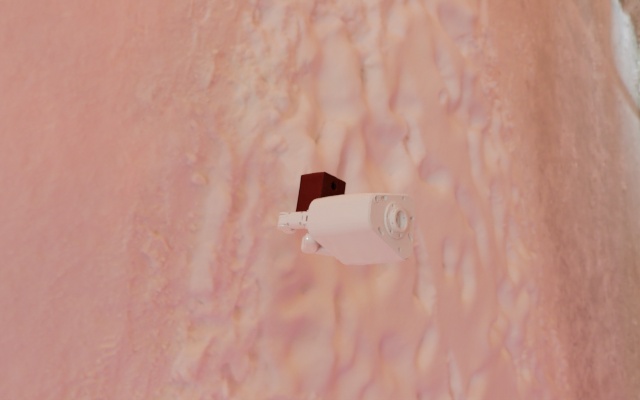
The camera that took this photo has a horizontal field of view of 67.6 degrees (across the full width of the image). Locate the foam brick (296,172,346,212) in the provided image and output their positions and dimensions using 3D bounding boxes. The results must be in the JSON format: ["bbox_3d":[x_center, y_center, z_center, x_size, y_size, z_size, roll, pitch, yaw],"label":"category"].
[{"bbox_3d":[0.000,0.002,0.718,0.051,0.078,0.053,-9,-23,43],"label":"foam brick"}]
